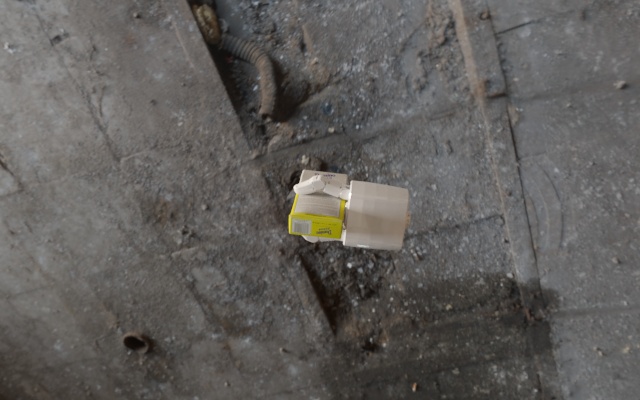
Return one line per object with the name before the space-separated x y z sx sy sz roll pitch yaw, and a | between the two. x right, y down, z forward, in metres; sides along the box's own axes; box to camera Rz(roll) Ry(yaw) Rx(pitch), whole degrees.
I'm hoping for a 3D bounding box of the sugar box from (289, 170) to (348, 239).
sugar box | 0.000 0.003 0.886 0.093 0.048 0.176 7 28 3
